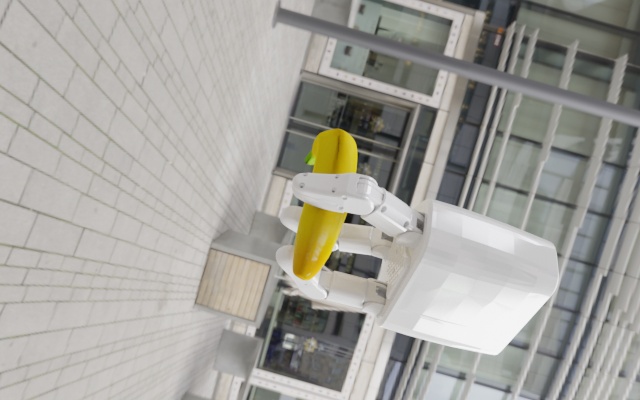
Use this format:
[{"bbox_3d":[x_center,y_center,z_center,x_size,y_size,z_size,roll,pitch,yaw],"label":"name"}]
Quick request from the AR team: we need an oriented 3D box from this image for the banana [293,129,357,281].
[{"bbox_3d":[0.007,-0.015,0.407,0.037,0.070,0.197,19,29,-8],"label":"banana"}]
